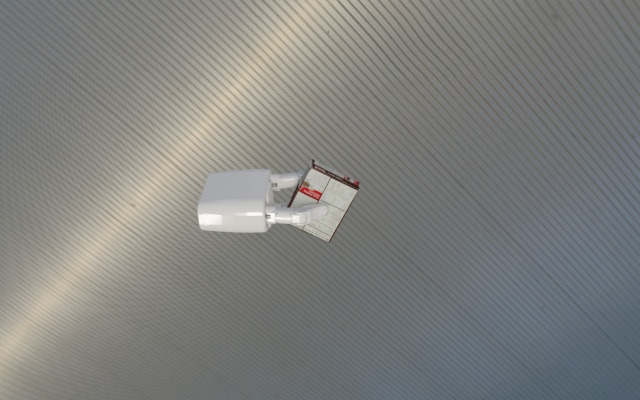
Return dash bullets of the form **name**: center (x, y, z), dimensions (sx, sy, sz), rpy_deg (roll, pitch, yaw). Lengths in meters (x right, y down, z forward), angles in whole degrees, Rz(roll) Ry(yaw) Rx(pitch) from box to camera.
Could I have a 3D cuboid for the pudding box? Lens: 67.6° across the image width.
- **pudding box**: center (0.000, 0.003, 0.785), dimensions (0.090, 0.113, 0.039), rpy_deg (25, 23, -9)
